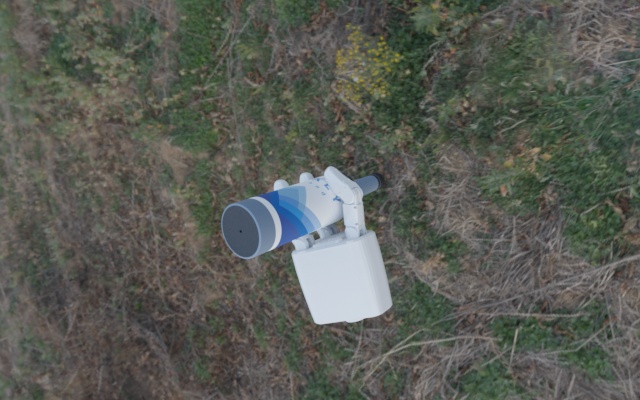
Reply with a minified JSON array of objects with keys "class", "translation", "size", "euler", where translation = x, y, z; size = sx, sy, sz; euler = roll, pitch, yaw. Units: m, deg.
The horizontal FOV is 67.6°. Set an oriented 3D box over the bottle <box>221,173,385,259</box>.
[{"class":"bottle","translation":[0.000,0.002,0.654],"size":[0.069,0.069,0.295],"euler":[0,13,40]}]
